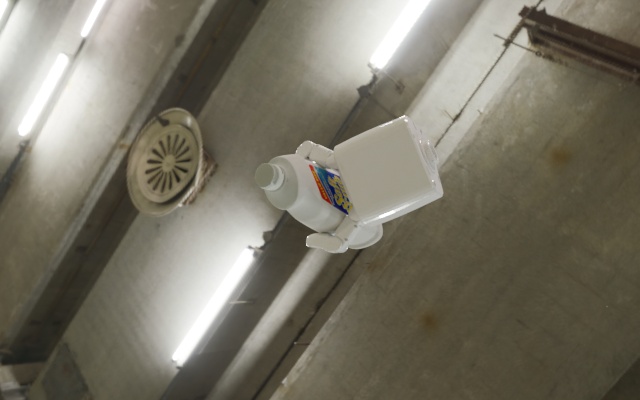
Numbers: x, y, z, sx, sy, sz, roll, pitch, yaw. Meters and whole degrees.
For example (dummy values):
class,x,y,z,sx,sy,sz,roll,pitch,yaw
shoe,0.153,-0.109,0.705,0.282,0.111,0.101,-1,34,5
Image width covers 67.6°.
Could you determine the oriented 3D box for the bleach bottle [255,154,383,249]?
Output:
class,x,y,z,sx,sy,sz,roll,pitch,yaw
bleach bottle,0.000,0.002,0.653,0.068,0.102,0.251,-23,-22,25
